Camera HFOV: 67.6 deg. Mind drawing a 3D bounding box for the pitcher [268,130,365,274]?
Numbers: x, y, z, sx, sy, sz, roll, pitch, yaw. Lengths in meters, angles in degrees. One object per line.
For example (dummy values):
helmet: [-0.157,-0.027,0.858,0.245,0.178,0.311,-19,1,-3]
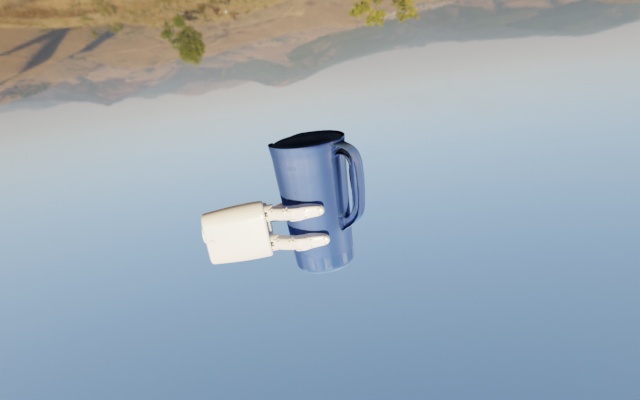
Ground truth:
pitcher: [0.000,0.003,0.844,0.145,0.243,0.149,-11,19,-4]
